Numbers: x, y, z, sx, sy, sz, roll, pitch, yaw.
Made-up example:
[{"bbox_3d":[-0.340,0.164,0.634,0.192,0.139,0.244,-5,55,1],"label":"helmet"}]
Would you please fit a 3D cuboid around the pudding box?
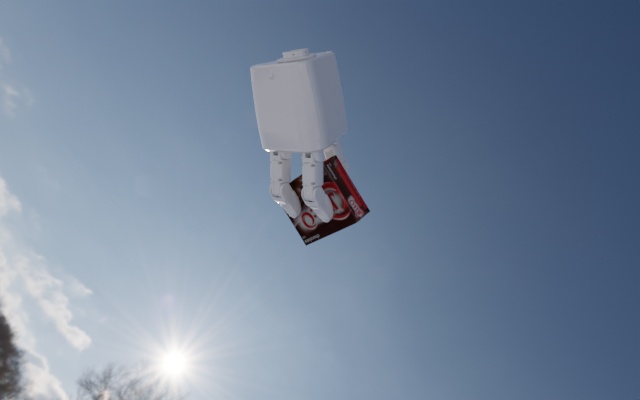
[{"bbox_3d":[0.000,0.002,0.651,0.039,0.090,0.113,-33,3,-43],"label":"pudding box"}]
